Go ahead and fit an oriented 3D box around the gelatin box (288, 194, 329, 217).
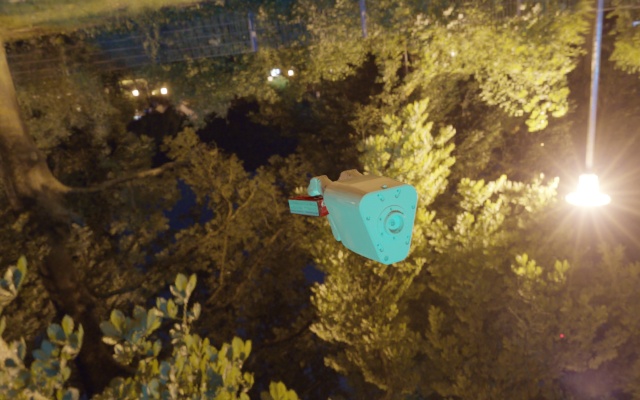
[{"bbox_3d":[0.000,0.003,0.805,0.073,0.030,0.089,-17,12,-35],"label":"gelatin box"}]
